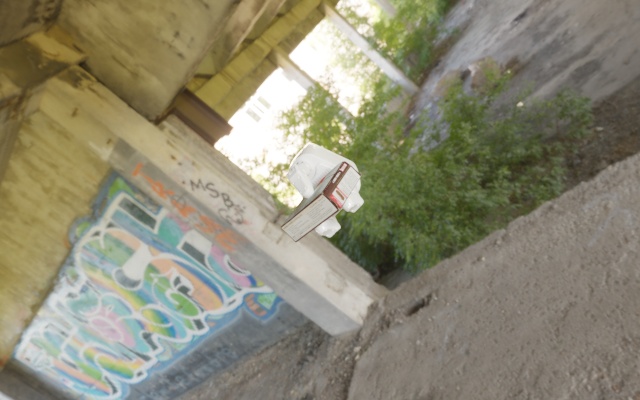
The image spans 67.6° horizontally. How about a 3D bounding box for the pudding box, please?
[{"bbox_3d":[0.000,0.002,0.703,0.113,0.039,0.090,-41,11,43],"label":"pudding box"}]
